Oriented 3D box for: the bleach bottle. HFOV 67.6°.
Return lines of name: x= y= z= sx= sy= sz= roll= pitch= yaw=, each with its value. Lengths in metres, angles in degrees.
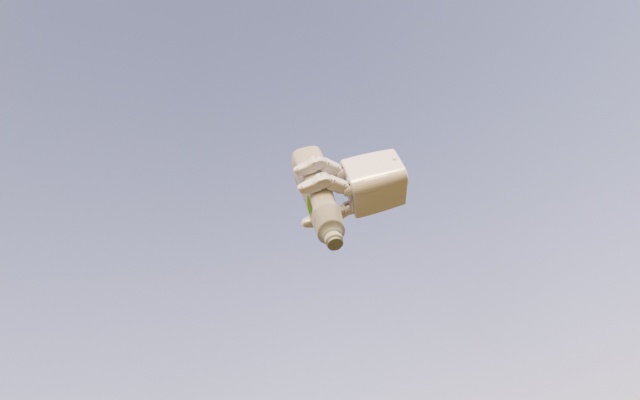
bleach bottle: x=0.000 y=0.003 z=0.899 sx=0.068 sy=0.103 sz=0.250 roll=-14 pitch=41 yaw=-4
